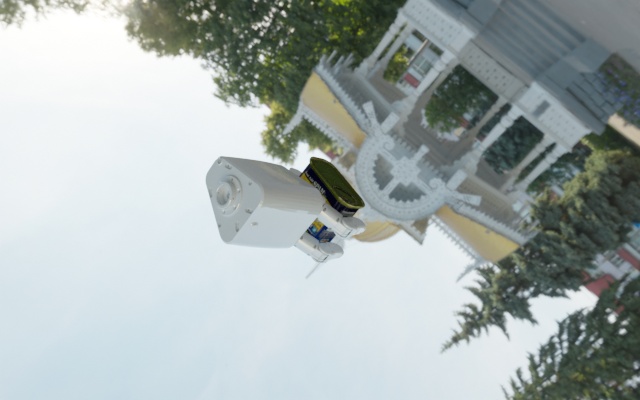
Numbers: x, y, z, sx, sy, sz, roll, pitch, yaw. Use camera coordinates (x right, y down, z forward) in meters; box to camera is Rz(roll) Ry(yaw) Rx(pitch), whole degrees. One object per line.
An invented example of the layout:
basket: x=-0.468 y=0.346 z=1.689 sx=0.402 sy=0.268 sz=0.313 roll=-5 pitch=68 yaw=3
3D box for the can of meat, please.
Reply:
can of meat: x=0.000 y=0.002 z=0.685 sx=0.057 sy=0.084 sz=0.102 roll=5 pitch=40 yaw=-53
